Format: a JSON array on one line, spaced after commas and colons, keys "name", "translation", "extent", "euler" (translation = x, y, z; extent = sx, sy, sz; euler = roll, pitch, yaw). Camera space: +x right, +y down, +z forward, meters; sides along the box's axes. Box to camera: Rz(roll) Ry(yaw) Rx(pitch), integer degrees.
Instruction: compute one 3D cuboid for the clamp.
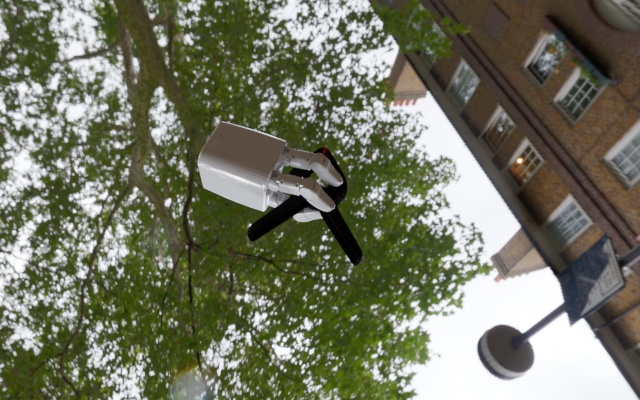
[{"name": "clamp", "translation": [0.000, 0.002, 0.726], "extent": [0.164, 0.209, 0.036], "euler": [19, -41, 1]}]
